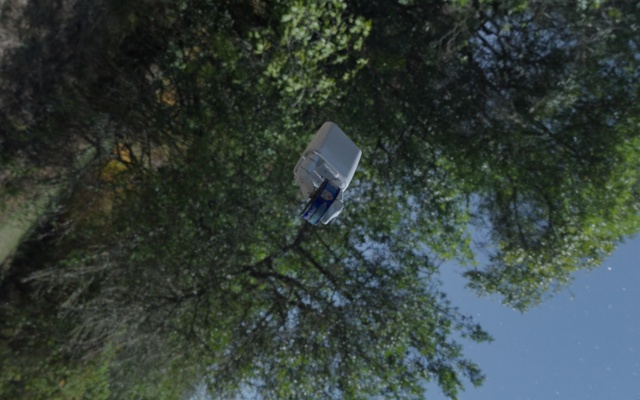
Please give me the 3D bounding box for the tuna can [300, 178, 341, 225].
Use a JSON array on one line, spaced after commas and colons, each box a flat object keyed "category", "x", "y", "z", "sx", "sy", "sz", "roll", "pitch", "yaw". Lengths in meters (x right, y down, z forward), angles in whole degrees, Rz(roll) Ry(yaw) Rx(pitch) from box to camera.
[{"category": "tuna can", "x": 0.001, "y": 0.003, "z": 0.884, "sx": 0.034, "sy": 0.086, "sz": 0.086, "roll": 35, "pitch": -4, "yaw": -5}]
